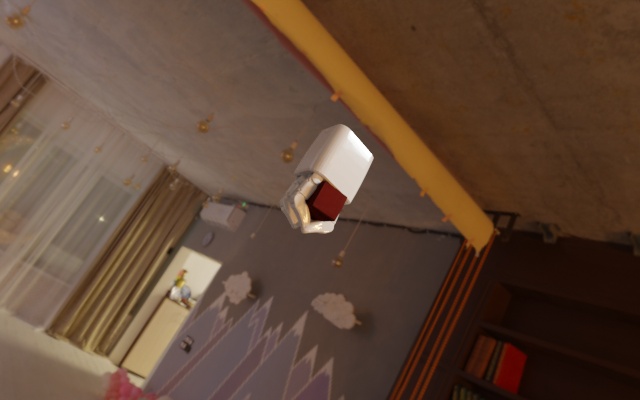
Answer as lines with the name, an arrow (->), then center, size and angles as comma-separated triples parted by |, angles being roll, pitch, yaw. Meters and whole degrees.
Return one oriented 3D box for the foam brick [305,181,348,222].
foam brick -> 0.000, 0.003, 0.843 | 0.053, 0.051, 0.078 | 37, -18, -21
